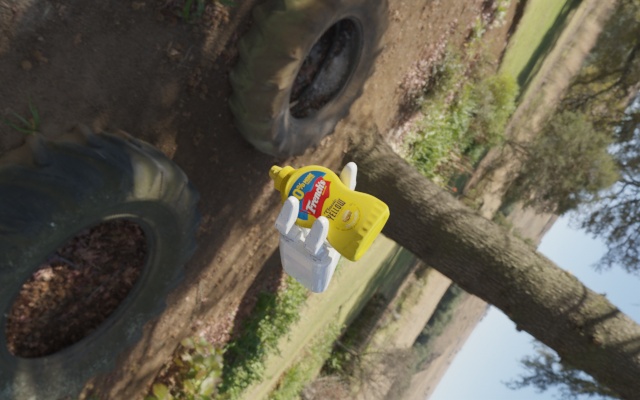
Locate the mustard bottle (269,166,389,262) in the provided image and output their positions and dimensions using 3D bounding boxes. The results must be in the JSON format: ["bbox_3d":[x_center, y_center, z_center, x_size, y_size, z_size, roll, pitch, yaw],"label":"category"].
[{"bbox_3d":[0.000,0.002,0.717,0.191,0.096,0.058,33,-6,19],"label":"mustard bottle"}]
